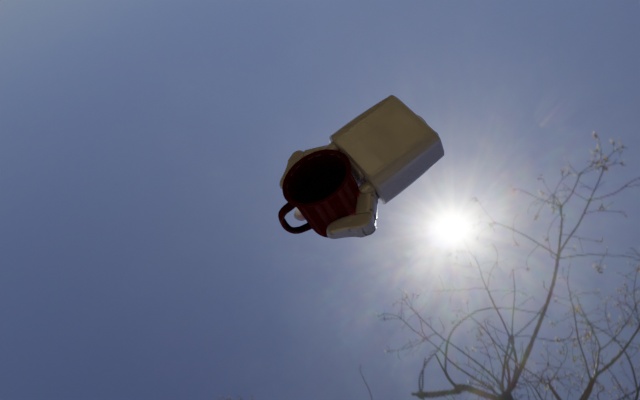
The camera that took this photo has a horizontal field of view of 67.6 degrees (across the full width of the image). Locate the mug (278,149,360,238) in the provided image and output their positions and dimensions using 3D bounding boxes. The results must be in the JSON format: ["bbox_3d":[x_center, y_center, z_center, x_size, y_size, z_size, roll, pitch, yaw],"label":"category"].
[{"bbox_3d":[-0.001,0.003,0.617,0.117,0.081,0.093,-37,44,-4],"label":"mug"}]
